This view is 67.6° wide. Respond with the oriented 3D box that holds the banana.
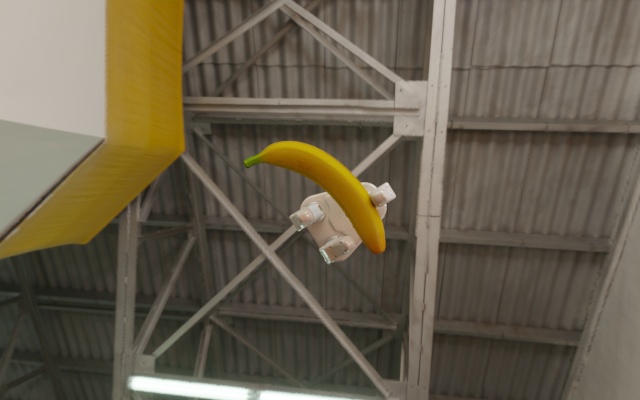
[{"bbox_3d":[0.008,-0.016,0.573,0.198,0.069,0.037,34,0,1],"label":"banana"}]
